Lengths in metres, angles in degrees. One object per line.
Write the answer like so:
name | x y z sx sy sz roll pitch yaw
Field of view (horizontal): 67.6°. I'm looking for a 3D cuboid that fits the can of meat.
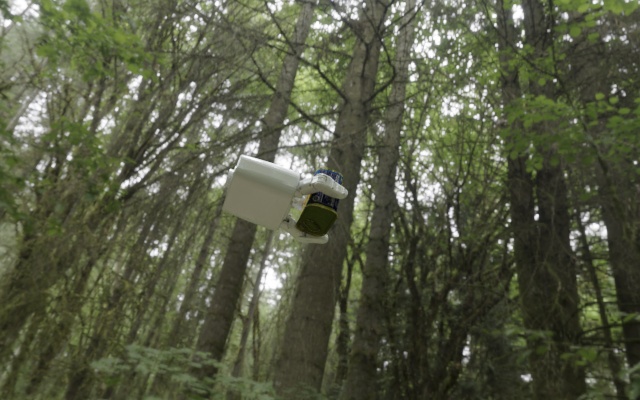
can of meat | 0.000 0.002 0.842 0.057 0.084 0.102 18 -32 -7
